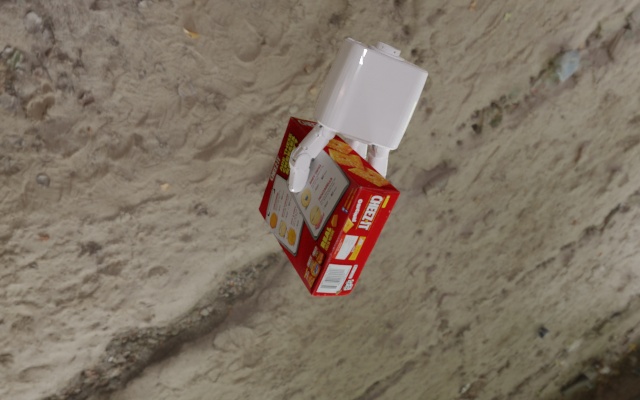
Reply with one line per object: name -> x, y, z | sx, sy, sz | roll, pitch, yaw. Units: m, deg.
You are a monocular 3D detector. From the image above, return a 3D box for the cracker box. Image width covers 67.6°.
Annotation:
cracker box -> 0.000, 0.002, 0.665 | 0.072, 0.164, 0.213 | 7, 27, -32
